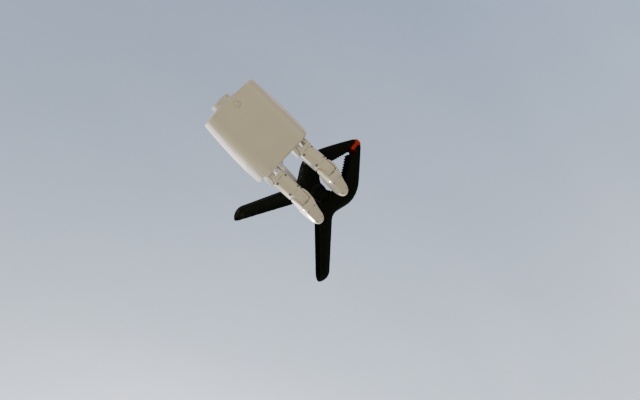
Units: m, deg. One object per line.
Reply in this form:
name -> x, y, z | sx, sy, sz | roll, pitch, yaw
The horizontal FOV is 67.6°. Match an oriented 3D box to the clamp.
clamp -> 0.000, 0.002, 0.699 | 0.164, 0.210, 0.036 | 46, -15, -16
